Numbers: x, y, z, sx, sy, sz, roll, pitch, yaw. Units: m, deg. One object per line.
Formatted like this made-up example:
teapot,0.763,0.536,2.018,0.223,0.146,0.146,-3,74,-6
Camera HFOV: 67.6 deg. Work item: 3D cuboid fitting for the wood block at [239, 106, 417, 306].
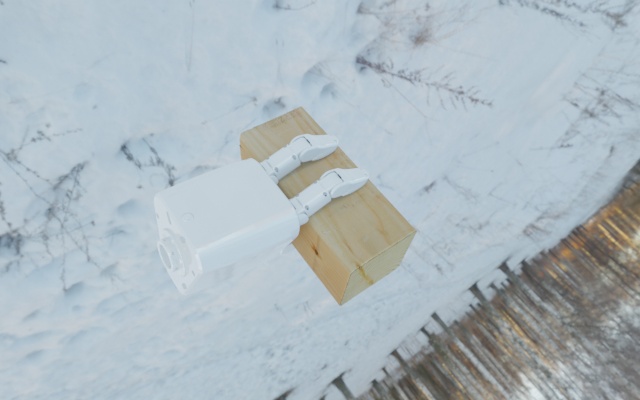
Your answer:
wood block,0.000,0.002,0.548,0.090,0.206,0.091,-29,-26,-23
